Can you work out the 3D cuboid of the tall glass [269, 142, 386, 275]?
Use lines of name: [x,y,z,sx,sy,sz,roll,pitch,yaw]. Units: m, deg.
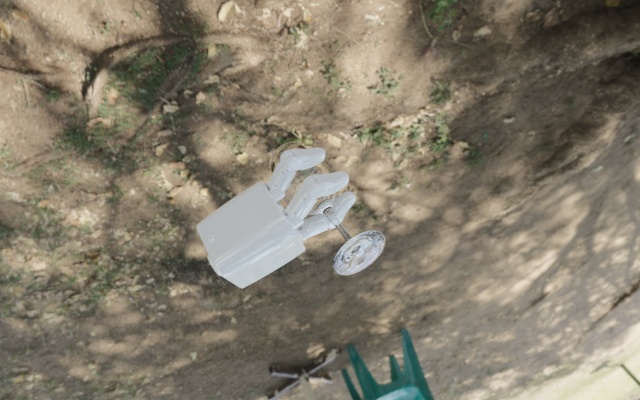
tall glass: [0.001,0.002,0.638,0.079,0.079,0.201,0,39,-38]
